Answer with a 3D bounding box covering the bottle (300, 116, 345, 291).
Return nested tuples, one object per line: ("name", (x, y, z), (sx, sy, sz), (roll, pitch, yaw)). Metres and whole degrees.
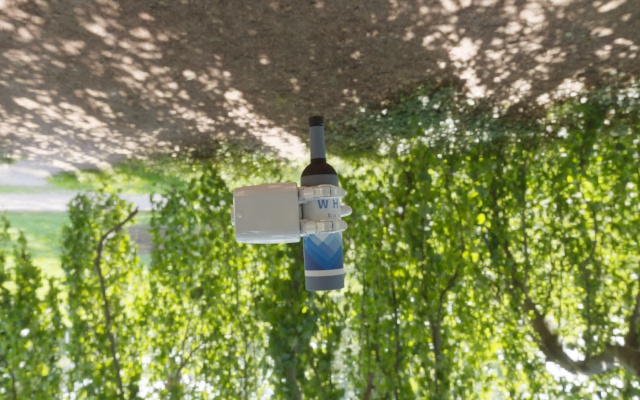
("bottle", (0.000, 0.003, 0.818), (0.069, 0.295, 0.069), (-3, -4, 0))
